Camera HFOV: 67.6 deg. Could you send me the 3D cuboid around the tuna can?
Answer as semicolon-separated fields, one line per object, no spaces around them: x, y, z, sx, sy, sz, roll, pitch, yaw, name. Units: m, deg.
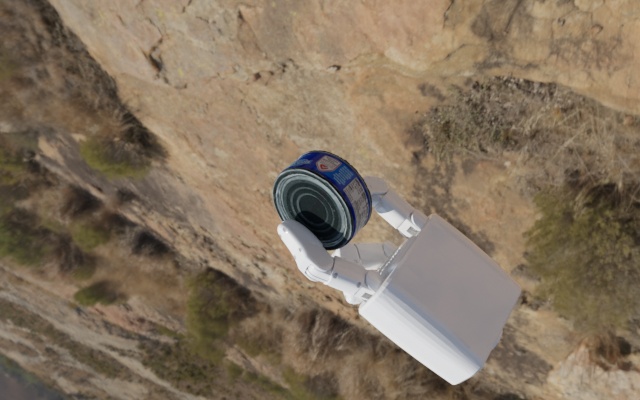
0.000;0.002;0.419;0.086;0.086;0.033;0;30;40;tuna can
